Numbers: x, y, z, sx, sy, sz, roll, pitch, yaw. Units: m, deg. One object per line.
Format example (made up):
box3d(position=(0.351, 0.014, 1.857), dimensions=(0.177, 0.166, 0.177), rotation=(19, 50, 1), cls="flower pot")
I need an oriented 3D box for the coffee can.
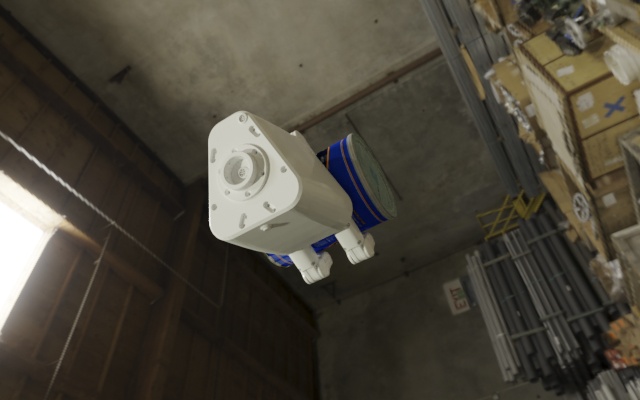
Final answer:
box3d(position=(0.000, 0.002, 0.538), dimensions=(0.140, 0.103, 0.103), rotation=(-27, -9, 18), cls="coffee can")
